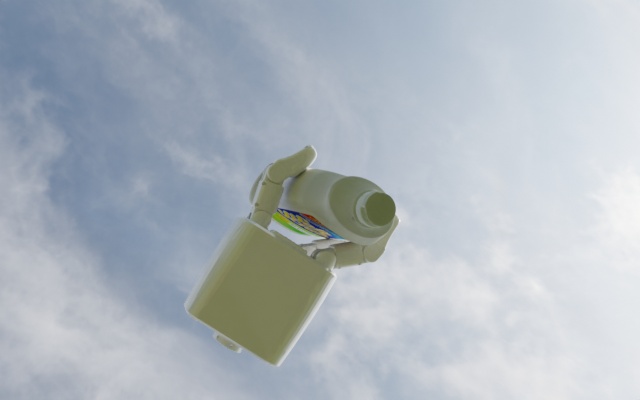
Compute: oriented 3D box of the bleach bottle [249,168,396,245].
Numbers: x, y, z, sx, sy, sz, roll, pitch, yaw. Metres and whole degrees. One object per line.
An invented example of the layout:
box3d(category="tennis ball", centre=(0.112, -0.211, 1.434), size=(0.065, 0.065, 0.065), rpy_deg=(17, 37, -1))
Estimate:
box3d(category="bleach bottle", centre=(0.000, 0.002, 0.508), size=(0.102, 0.068, 0.251), rpy_deg=(35, -11, -17))
